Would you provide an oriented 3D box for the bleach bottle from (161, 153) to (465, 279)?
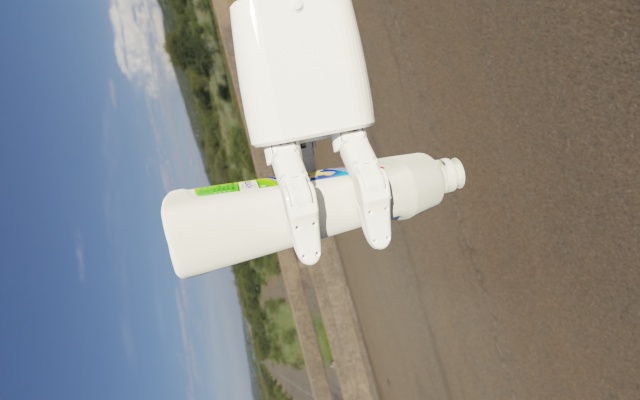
[{"bbox_3d":[0.000,0.001,0.411,0.251,0.068,0.102,-12,9,-11],"label":"bleach bottle"}]
